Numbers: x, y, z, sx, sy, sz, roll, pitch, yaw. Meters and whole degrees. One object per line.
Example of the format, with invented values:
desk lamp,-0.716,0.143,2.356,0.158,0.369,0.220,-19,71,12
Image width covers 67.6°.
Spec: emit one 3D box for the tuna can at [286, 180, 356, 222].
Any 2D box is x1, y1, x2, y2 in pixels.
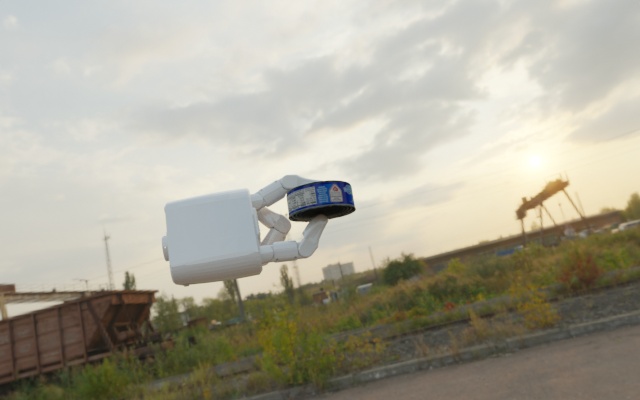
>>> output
tuna can,0.000,0.001,0.605,0.086,0.033,0.086,-8,-13,-2
